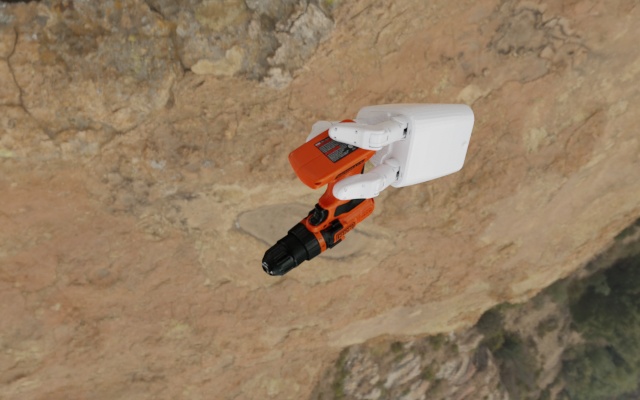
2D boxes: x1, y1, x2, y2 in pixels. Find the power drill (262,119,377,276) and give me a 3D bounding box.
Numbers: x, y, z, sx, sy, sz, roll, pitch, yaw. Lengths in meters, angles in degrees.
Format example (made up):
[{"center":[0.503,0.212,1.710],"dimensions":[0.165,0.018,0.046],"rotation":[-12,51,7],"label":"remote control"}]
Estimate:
[{"center":[0.000,0.002,0.594],"dimensions":[0.184,0.057,0.188],"rotation":[-36,-25,-24],"label":"power drill"}]
